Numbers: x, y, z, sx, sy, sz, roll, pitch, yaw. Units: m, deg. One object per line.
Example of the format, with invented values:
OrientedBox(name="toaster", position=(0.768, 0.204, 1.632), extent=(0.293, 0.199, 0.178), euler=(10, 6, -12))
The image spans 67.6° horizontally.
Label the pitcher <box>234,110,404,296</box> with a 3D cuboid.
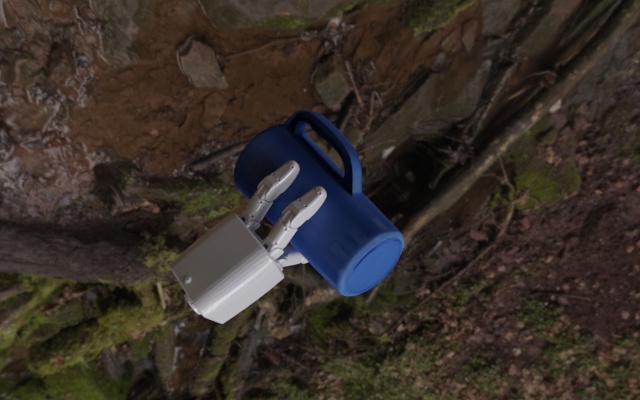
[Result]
OrientedBox(name="pitcher", position=(0.000, 0.002, 0.647), extent=(0.145, 0.242, 0.149), euler=(-37, -34, -12))
